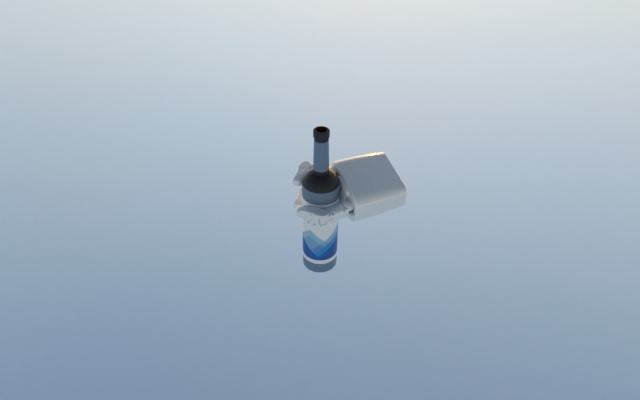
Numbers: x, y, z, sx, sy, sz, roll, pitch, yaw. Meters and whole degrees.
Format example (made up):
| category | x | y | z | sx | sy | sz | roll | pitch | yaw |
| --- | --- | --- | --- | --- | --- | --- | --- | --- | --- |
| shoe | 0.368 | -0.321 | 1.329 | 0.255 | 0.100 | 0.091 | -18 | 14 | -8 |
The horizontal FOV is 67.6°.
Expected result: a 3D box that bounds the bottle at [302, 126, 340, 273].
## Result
| category | x | y | z | sx | sy | sz | roll | pitch | yaw |
| --- | --- | --- | --- | --- | --- | --- | --- | --- | --- |
| bottle | 0.000 | 0.003 | 0.852 | 0.069 | 0.296 | 0.069 | 0 | 38 | 0 |
